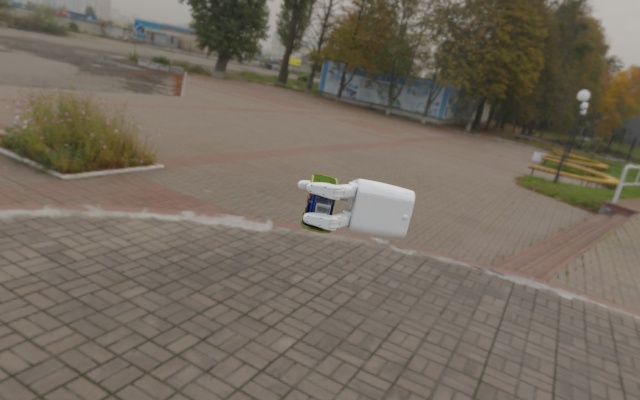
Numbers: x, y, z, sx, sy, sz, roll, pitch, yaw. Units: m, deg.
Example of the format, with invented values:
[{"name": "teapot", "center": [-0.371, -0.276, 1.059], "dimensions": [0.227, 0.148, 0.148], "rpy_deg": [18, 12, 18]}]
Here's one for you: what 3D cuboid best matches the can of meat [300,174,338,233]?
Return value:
[{"name": "can of meat", "center": [0.000, 0.003, 0.879], "dimensions": [0.057, 0.084, 0.102], "rpy_deg": [11, 16, -2]}]
